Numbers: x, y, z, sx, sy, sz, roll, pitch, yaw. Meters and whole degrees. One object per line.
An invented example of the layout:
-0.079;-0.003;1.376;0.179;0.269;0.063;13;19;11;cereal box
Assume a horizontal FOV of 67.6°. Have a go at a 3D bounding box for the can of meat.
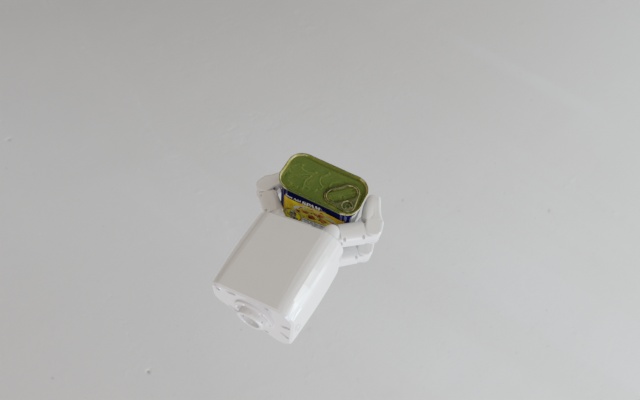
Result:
0.000;0.002;0.580;0.102;0.057;0.084;25;-32;10;can of meat
